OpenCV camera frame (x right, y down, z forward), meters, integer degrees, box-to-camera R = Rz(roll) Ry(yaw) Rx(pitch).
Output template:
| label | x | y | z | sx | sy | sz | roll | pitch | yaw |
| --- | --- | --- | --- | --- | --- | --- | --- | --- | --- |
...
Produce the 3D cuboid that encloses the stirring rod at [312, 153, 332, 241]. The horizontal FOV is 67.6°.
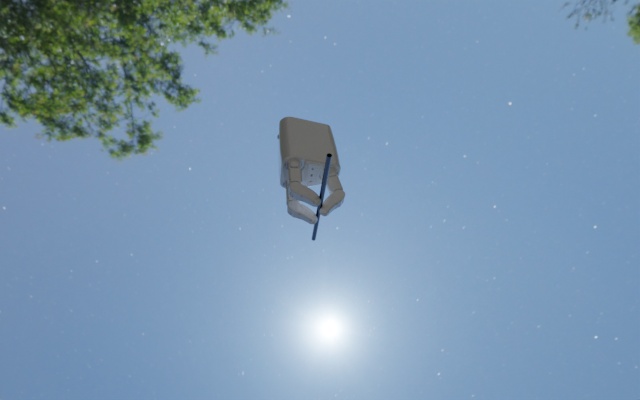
| label | x | y | z | sx | sy | sz | roll | pitch | yaw |
| --- | --- | --- | --- | --- | --- | --- | --- | --- | --- |
| stirring rod | 0.000 | 0.003 | 0.814 | 0.011 | 0.011 | 0.240 | 0 | -36 | -8 |
